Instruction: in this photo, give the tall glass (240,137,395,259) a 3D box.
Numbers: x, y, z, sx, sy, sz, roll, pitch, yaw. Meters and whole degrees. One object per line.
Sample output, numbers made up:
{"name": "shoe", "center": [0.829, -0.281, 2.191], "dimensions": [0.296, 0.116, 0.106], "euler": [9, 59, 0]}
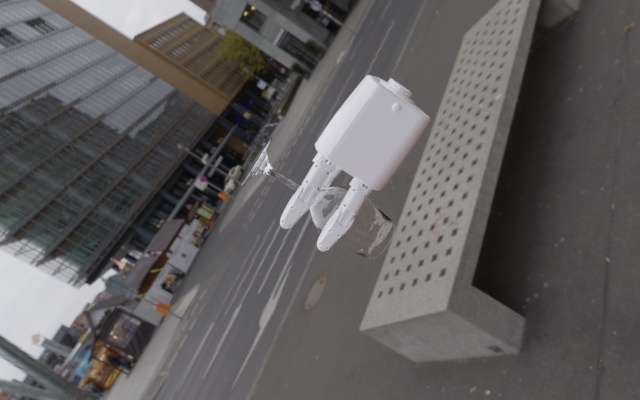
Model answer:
{"name": "tall glass", "center": [-0.001, 0.002, 0.627], "dimensions": [0.201, 0.079, 0.079], "euler": [32, -7, -12]}
